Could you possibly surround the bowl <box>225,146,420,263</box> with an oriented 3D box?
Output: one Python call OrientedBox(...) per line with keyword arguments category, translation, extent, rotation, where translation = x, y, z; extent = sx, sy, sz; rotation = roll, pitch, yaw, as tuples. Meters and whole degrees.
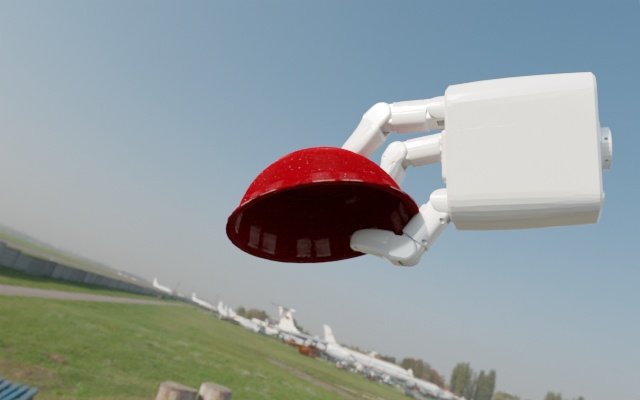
OrientedBox(category="bowl", translation=(-0.001, 0.001, 0.413), extent=(0.162, 0.055, 0.162), rotation=(-5, -28, -3))
